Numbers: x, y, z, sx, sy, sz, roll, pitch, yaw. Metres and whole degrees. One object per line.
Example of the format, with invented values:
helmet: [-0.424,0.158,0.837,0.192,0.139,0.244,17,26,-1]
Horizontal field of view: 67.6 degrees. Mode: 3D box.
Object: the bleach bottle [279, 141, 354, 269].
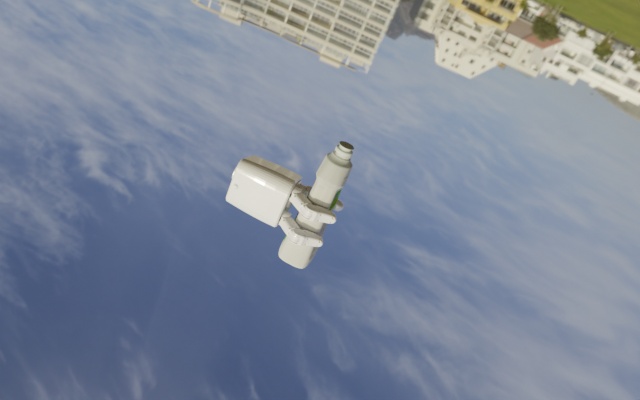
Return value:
bleach bottle: [0.000,0.003,0.877,0.068,0.251,0.102,27,28,3]
